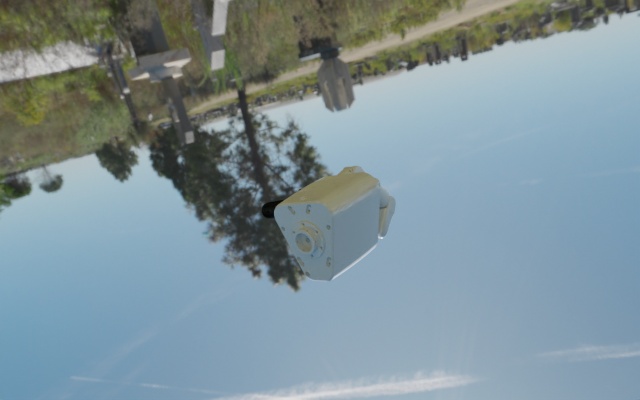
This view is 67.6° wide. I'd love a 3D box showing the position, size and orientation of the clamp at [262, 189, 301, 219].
[{"bbox_3d":[0.000,0.003,0.711,0.171,0.039,0.120,-4,17,38],"label":"clamp"}]
